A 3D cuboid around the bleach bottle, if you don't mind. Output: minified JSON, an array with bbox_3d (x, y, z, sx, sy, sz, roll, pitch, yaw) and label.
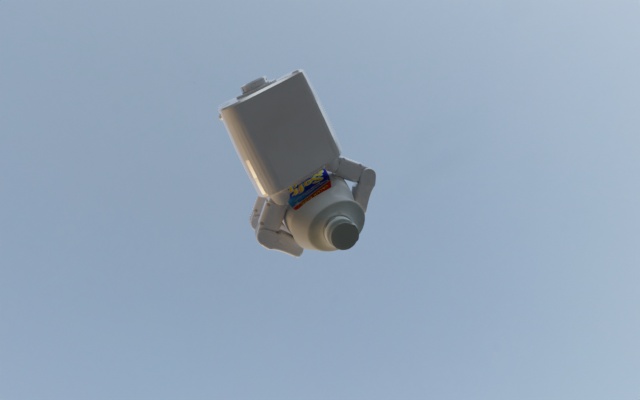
[{"bbox_3d":[0.000,0.002,0.574,0.102,0.068,0.250,-26,18,-7],"label":"bleach bottle"}]
